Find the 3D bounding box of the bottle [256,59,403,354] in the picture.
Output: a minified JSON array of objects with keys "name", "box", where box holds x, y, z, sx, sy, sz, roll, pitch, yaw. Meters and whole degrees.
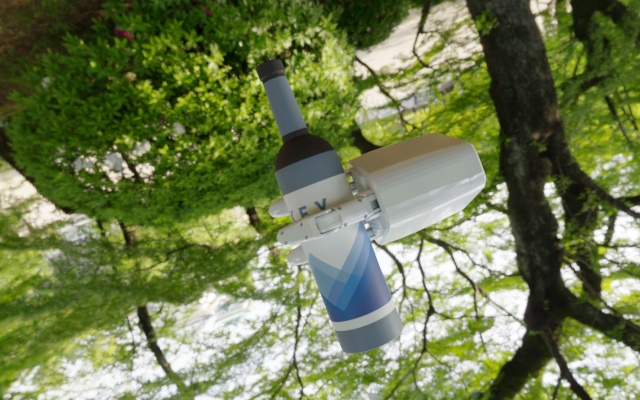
[{"name":"bottle","box":[0.000,0.002,0.480,0.069,0.295,0.069,-21,1,0]}]
